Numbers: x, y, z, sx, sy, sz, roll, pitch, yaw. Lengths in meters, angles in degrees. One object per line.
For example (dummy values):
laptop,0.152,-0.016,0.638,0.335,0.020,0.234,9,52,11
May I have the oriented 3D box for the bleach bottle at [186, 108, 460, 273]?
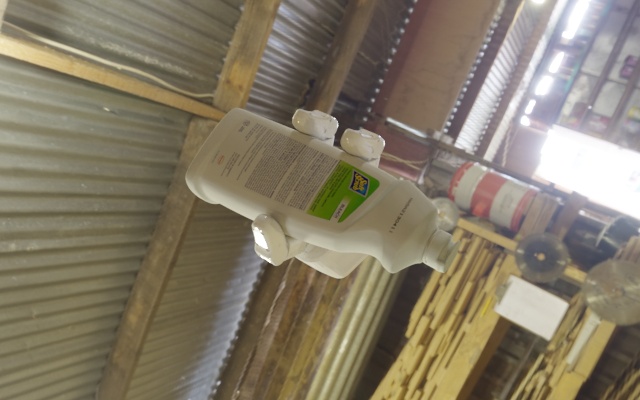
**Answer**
bleach bottle,0.000,0.001,0.434,0.250,0.102,0.068,27,-11,26
